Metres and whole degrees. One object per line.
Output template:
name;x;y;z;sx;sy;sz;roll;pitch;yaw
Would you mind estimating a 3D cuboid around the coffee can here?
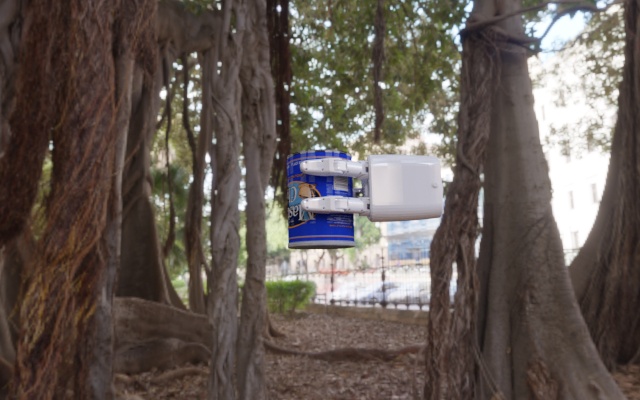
coffee can;0.000;0.003;0.731;0.103;0.140;0.103;-1;-9;0
